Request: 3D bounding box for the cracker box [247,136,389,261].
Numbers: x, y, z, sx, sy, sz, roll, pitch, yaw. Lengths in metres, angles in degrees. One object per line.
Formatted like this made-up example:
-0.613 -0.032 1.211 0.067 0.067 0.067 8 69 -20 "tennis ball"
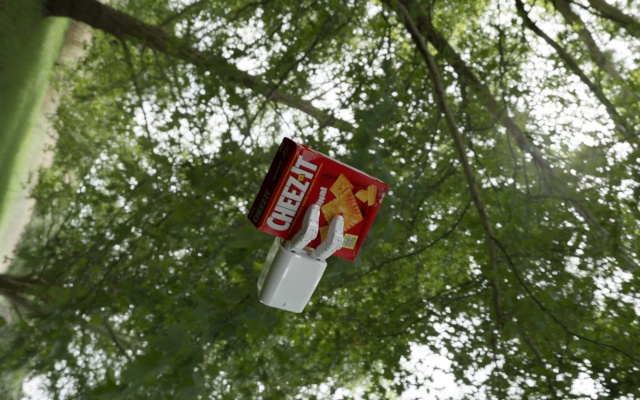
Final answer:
0.000 0.003 0.873 0.214 0.164 0.072 21 8 -30 "cracker box"
